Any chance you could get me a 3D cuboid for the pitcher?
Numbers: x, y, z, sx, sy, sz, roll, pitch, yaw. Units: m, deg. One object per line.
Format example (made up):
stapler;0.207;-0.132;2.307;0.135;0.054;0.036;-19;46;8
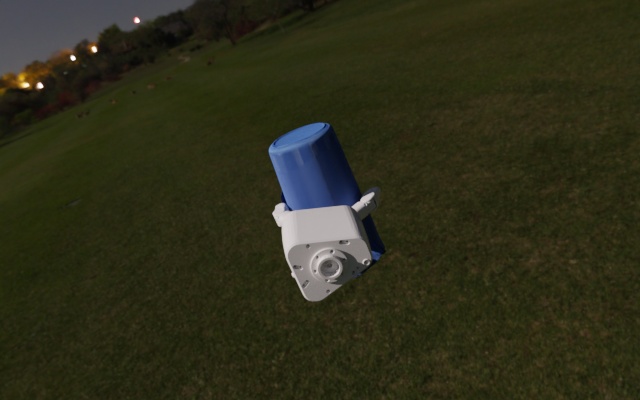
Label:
pitcher;0.000;0.003;0.791;0.149;0.243;0.145;-20;20;5
